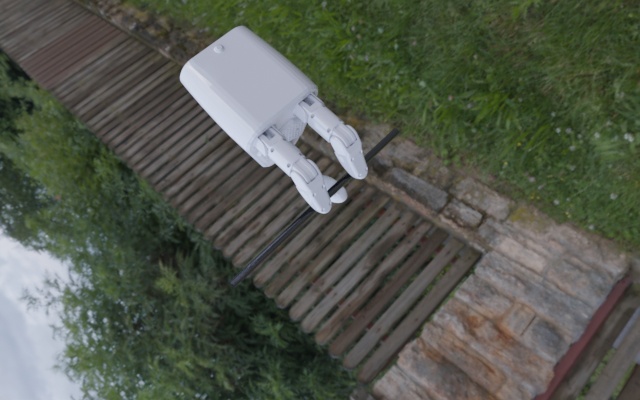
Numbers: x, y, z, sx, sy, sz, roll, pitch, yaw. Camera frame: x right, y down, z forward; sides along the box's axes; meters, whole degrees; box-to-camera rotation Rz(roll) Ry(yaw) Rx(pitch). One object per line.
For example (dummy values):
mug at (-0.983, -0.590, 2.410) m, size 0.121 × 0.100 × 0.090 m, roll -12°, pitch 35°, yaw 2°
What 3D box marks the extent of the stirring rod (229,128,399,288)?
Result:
stirring rod at (0.000, 0.001, 0.487) m, size 0.239 × 0.011 × 0.011 m, roll -43°, pitch 16°, yaw -18°
